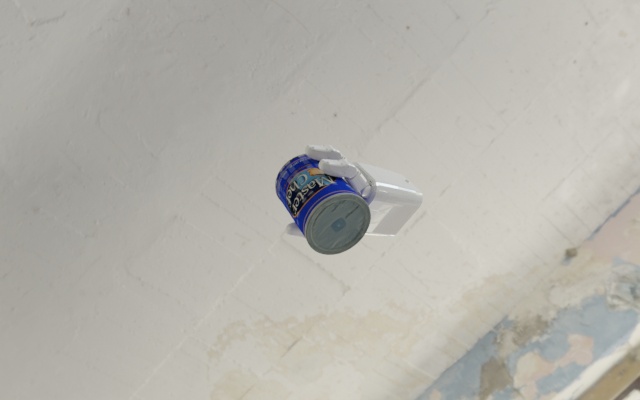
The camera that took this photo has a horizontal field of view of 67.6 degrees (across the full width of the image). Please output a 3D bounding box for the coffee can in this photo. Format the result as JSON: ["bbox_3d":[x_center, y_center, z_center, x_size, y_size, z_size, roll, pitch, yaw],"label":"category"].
[{"bbox_3d":[0.000,0.003,0.737,0.103,0.103,0.140,0,29,-27],"label":"coffee can"}]
